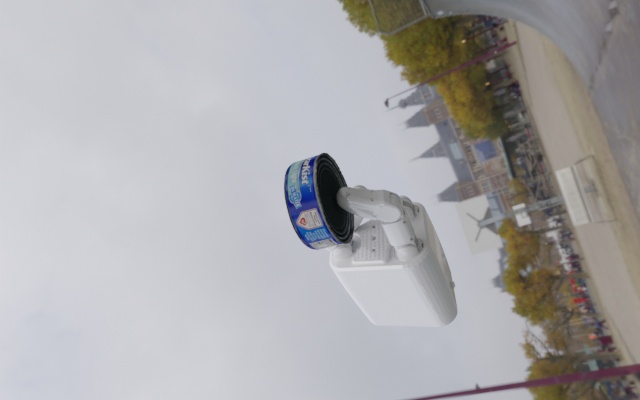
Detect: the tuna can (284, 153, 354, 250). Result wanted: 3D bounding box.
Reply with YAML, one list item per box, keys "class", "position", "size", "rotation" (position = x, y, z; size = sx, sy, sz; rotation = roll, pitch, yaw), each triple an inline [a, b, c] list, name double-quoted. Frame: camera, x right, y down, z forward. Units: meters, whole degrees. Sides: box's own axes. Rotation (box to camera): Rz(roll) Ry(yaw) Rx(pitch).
- class: "tuna can"
  position: [0.000, 0.002, 0.441]
  size: [0.034, 0.086, 0.086]
  rotation: [-15, -5, 21]
